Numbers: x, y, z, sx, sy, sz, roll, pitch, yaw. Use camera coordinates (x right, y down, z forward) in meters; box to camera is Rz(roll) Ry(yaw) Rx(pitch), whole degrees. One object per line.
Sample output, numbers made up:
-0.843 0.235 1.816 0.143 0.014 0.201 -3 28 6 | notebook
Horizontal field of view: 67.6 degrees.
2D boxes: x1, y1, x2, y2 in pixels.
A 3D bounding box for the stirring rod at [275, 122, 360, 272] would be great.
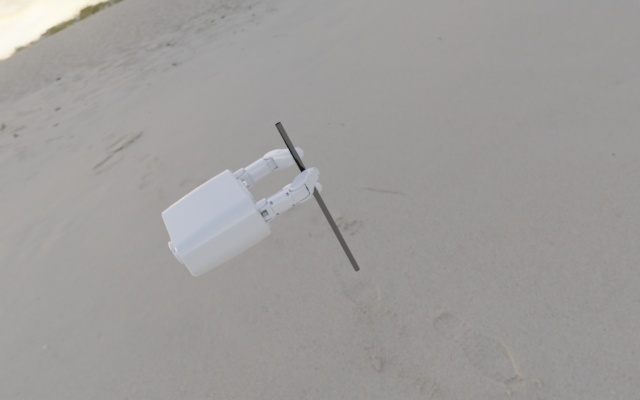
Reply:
0.000 0.002 0.636 0.011 0.240 0.011 -24 24 11 | stirring rod
